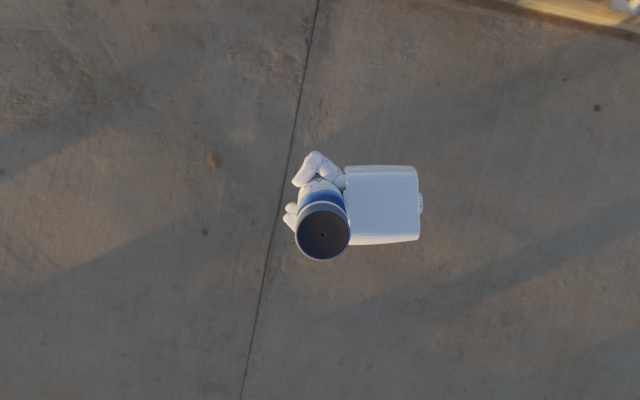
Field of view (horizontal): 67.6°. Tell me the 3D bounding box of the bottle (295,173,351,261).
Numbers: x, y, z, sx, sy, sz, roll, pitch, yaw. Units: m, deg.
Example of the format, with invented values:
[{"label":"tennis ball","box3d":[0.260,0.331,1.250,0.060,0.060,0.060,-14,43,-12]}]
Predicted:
[{"label":"bottle","box3d":[0.000,0.002,0.708,0.069,0.069,0.295,0,15,-1]}]
